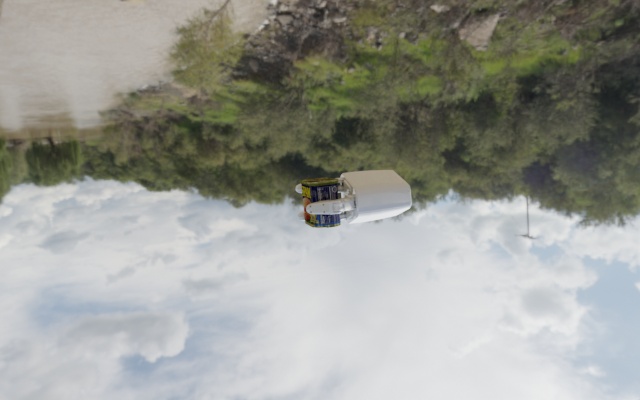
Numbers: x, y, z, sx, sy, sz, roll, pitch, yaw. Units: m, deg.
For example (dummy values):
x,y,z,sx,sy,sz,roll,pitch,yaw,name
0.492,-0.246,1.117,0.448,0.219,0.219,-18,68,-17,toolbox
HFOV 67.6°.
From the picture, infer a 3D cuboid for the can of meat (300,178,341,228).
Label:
x,y,z,sx,sy,sz,roll,pitch,yaw,name
0.000,0.003,0.880,0.057,0.084,0.102,-7,7,-14,can of meat
